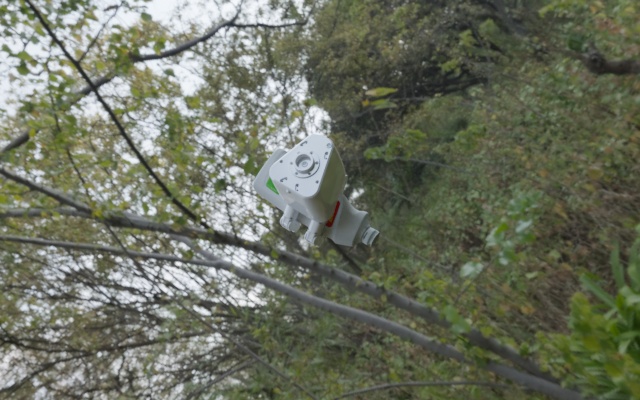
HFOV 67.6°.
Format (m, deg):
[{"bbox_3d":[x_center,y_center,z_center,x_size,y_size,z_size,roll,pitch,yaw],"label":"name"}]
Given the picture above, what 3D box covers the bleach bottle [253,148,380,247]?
[{"bbox_3d":[0.000,0.003,0.882,0.251,0.102,0.068,30,-11,21],"label":"bleach bottle"}]
